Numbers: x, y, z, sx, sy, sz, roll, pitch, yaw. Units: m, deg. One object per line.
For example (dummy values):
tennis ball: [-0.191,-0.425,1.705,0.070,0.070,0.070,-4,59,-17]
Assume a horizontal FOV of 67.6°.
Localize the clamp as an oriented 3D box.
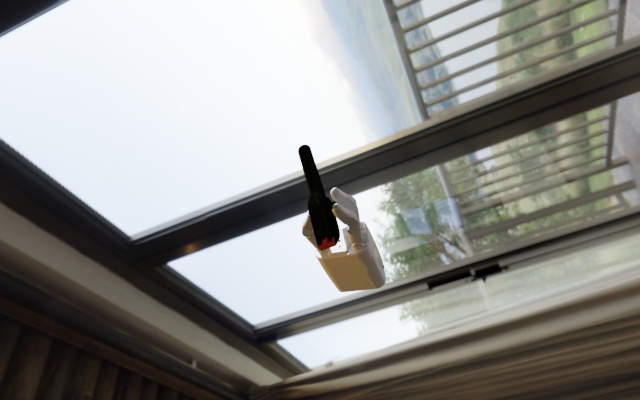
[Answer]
clamp: [-0.001,0.004,0.862,0.036,0.165,0.209,-22,31,14]
